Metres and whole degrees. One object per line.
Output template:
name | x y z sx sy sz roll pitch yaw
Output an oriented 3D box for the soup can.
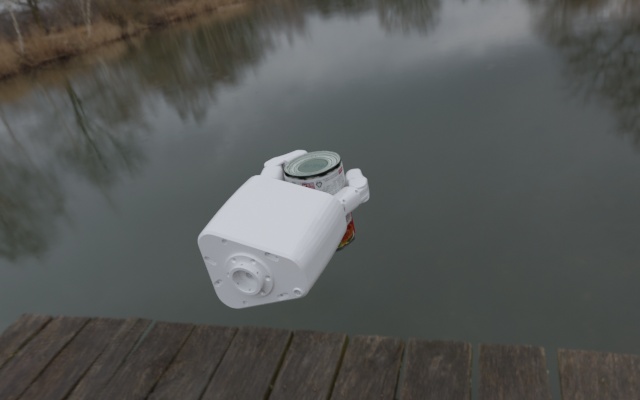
soup can | 0.000 0.001 0.558 0.068 0.102 0.068 -10 28 5
